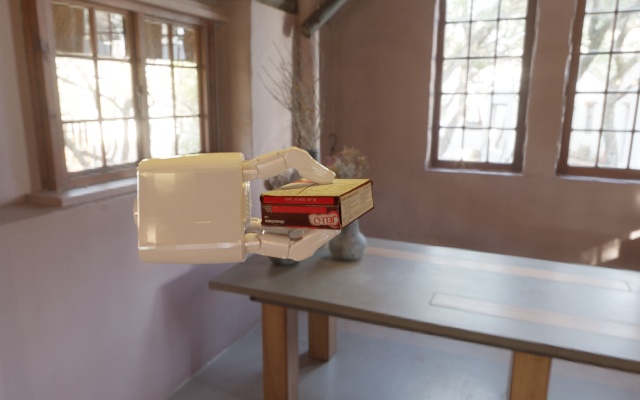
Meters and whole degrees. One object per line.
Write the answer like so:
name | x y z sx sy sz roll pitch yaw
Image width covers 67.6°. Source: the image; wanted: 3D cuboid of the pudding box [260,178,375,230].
pudding box | 0.000 0.002 0.516 0.090 0.039 0.113 2 13 23
